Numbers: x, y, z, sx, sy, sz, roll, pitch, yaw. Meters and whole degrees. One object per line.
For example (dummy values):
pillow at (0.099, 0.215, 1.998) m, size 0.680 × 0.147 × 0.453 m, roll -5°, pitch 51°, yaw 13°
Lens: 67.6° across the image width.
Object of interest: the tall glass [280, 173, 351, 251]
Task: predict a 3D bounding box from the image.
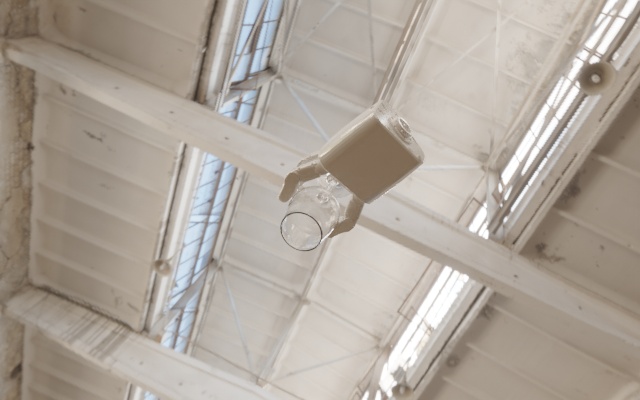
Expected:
tall glass at (0.000, 0.002, 0.745) m, size 0.079 × 0.079 × 0.201 m, roll 0°, pitch 25°, yaw 18°
